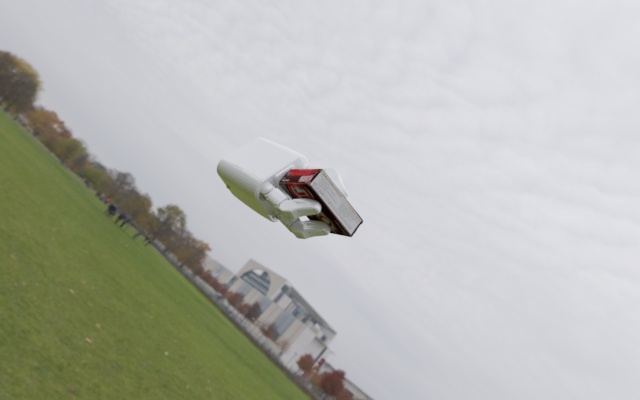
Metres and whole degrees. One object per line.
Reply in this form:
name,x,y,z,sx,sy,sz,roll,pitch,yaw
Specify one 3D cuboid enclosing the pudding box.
pudding box,0.000,0.002,0.722,0.113,0.039,0.090,49,-21,-25
